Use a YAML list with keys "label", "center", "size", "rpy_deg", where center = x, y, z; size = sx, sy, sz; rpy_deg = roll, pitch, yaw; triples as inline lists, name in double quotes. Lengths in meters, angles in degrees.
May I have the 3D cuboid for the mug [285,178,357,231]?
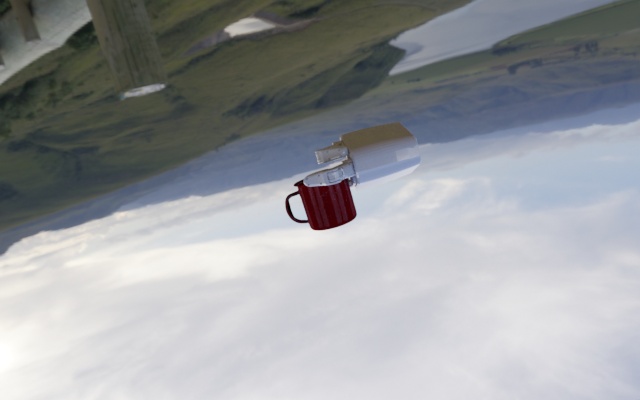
- label: "mug"
  center: [-0.001, 0.003, 0.784]
  size: [0.117, 0.081, 0.093]
  rpy_deg: [-16, 10, 0]
